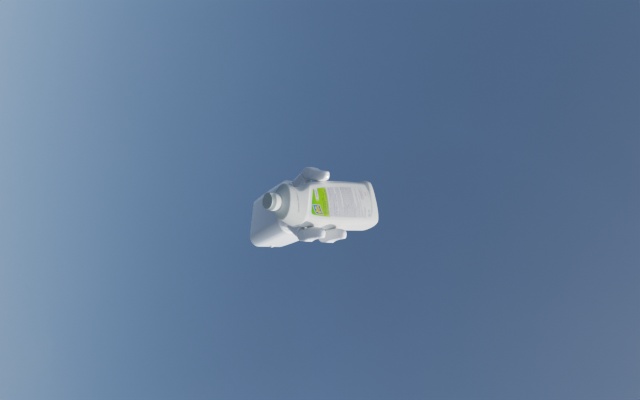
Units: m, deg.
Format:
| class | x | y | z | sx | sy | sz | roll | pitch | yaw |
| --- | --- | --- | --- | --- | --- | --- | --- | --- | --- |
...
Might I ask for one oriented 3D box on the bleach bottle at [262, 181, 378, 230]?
| class | x | y | z | sx | sy | sz | roll | pitch | yaw |
| --- | --- | --- | --- | --- | --- | --- | --- | --- | --- |
| bleach bottle | 0.000 | 0.003 | 0.891 | 0.251 | 0.102 | 0.068 | 6 | -25 | -43 |
